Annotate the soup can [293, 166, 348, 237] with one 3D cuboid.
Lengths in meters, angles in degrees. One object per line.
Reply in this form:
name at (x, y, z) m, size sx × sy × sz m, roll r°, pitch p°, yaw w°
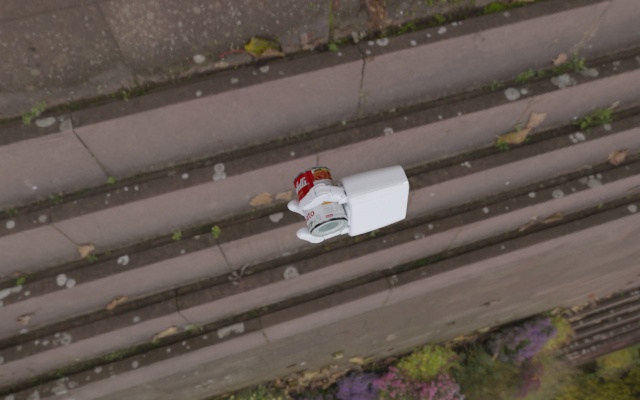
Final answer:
soup can at (0.000, 0.003, 0.810) m, size 0.068 × 0.102 × 0.068 m, roll -16°, pitch -23°, yaw -7°
